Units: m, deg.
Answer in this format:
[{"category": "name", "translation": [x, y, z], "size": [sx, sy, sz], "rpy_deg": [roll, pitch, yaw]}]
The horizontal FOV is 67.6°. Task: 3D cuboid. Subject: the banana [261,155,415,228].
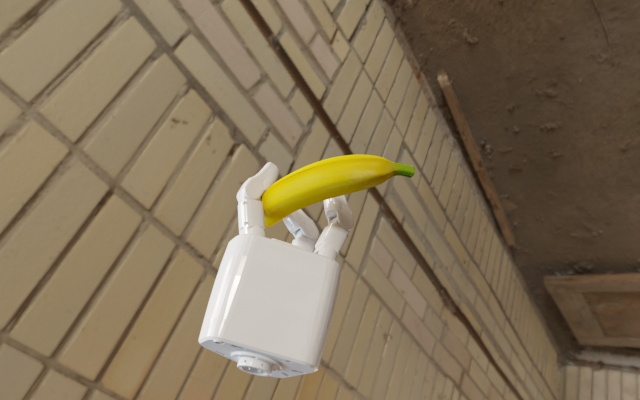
[{"category": "banana", "translation": [-0.008, -0.007, 0.486], "size": [0.198, 0.037, 0.070], "rpy_deg": [-17, -36, 30]}]
